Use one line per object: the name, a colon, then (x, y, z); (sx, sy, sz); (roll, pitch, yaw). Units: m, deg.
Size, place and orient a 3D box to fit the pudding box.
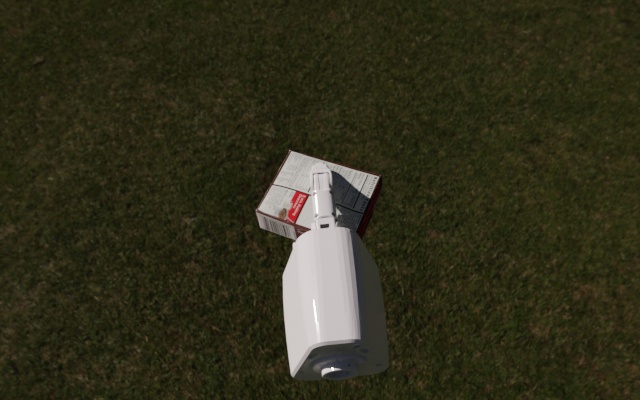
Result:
pudding box: (0.000, 0.002, 0.513); (0.113, 0.090, 0.039); (19, -30, 15)
